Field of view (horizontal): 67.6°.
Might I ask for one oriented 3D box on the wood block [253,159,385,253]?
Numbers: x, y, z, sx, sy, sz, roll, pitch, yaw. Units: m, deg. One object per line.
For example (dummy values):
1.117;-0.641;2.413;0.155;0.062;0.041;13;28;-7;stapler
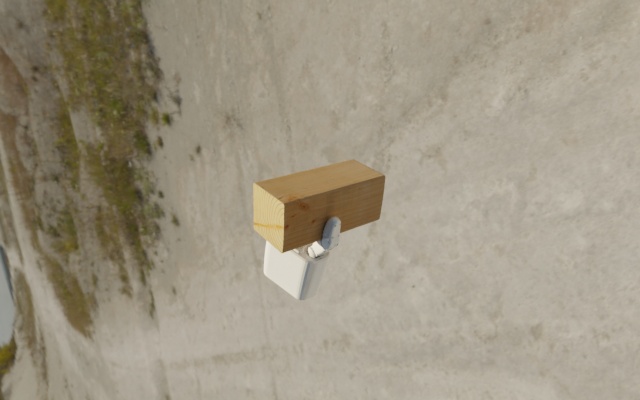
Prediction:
0.000;0.003;0.800;0.206;0.090;0.090;-17;34;-34;wood block
